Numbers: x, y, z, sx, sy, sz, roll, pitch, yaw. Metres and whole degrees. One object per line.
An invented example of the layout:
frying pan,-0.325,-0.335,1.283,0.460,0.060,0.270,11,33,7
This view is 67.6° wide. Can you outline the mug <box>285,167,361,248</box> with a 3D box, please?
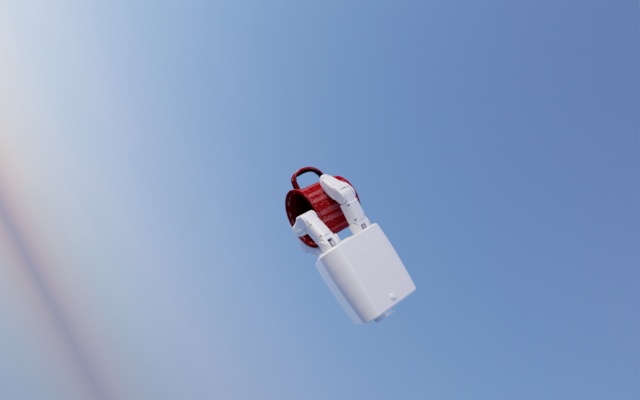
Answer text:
mug,0.000,0.001,0.718,0.081,0.117,0.093,-26,-9,-30
